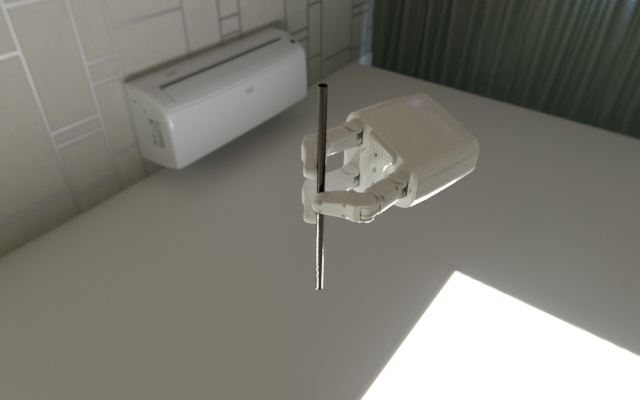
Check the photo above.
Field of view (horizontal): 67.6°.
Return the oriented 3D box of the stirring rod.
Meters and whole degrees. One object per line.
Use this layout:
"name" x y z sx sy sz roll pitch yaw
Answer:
"stirring rod" 0.000 0.001 0.465 0.011 0.240 0.011 1 37 -1
